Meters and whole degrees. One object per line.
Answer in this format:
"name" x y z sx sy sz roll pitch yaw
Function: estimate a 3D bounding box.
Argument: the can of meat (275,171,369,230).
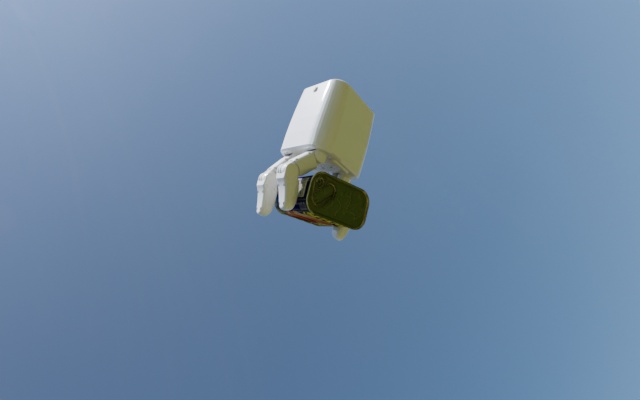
"can of meat" 0.000 0.002 0.651 0.102 0.057 0.084 22 -14 -35
